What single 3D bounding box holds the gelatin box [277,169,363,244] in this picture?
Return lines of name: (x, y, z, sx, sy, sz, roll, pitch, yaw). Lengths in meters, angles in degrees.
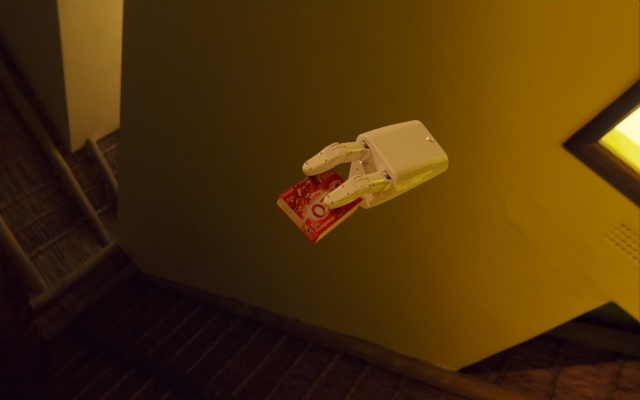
gelatin box: (0.000, 0.002, 0.625, 0.089, 0.073, 0.030, -37, -15, -29)
